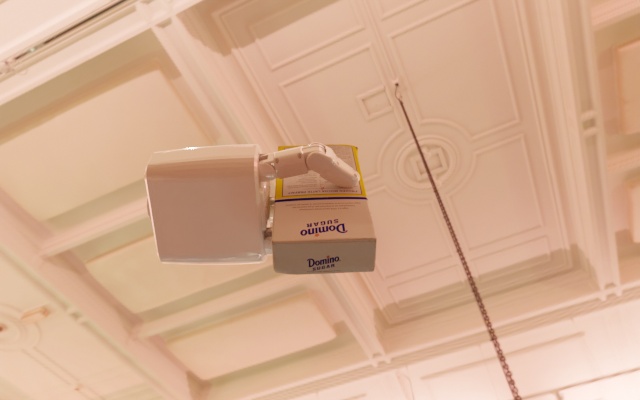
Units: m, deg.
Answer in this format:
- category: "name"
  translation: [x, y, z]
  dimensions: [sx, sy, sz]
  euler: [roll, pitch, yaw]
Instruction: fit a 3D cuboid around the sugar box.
- category: "sugar box"
  translation: [0.000, 0.002, 0.488]
  dimensions: [0.093, 0.048, 0.176]
  euler: [-1, 36, -1]
